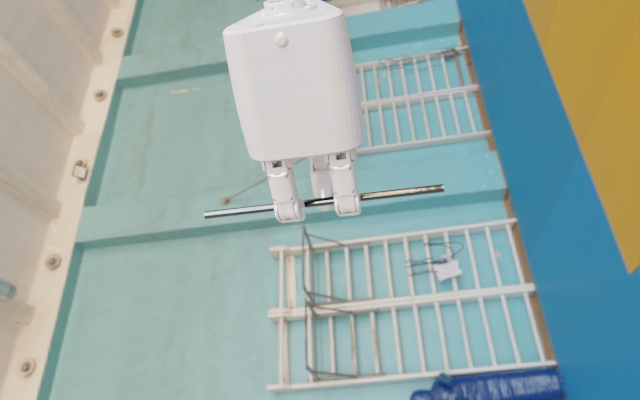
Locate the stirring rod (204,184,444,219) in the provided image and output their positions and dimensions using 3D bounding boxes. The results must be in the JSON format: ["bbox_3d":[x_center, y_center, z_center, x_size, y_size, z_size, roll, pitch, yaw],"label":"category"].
[{"bbox_3d":[0.000,0.001,0.476,0.239,0.011,0.011,-7,-1,7],"label":"stirring rod"}]
